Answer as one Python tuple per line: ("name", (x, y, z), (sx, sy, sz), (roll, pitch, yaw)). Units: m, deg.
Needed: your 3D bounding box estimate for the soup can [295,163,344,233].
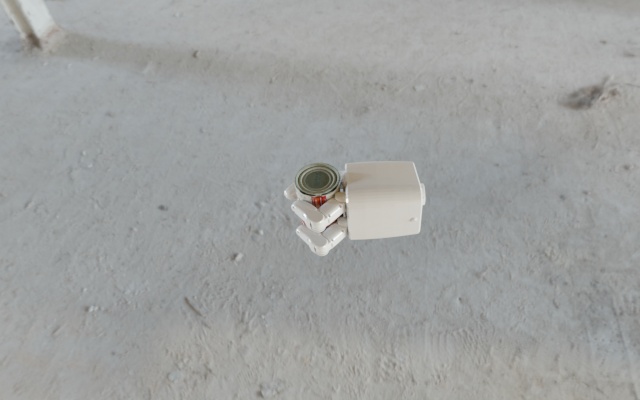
("soup can", (0.000, 0.002, 0.717), (0.068, 0.068, 0.102), (0, -42, 7))
